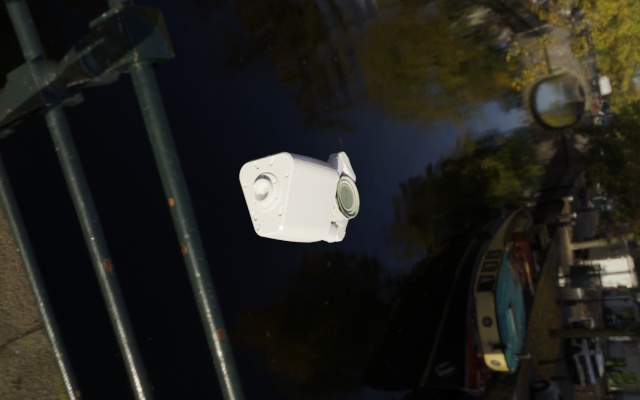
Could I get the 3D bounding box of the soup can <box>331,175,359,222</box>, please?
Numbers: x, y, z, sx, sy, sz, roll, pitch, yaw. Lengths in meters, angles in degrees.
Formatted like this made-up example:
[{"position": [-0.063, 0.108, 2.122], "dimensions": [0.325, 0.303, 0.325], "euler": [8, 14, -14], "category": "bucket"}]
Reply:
[{"position": [0.001, 0.003, 0.742], "dimensions": [0.102, 0.068, 0.068], "euler": [-11, -6, 32], "category": "soup can"}]
